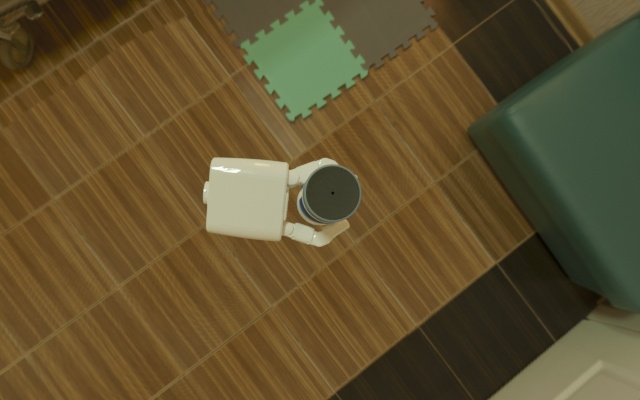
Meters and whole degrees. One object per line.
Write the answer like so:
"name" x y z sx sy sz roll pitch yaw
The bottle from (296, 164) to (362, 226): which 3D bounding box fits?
"bottle" 0.000 0.002 0.686 0.069 0.069 0.296 0 -4 -5
